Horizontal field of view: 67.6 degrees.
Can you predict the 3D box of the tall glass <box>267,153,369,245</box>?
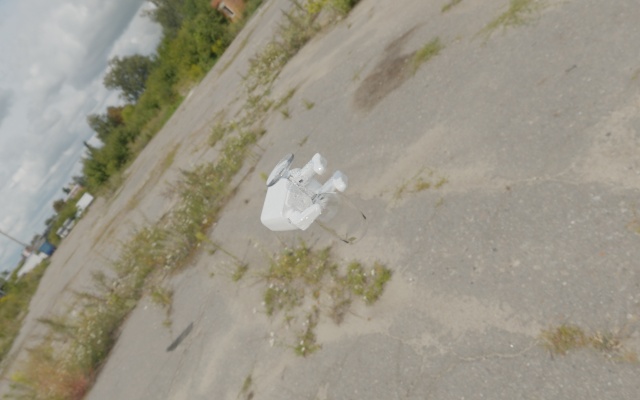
[{"bbox_3d":[0.000,0.003,0.887,0.201,0.079,0.079,38,-16,-21],"label":"tall glass"}]
